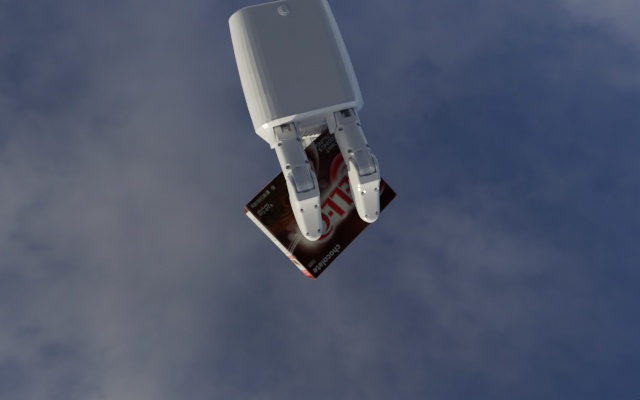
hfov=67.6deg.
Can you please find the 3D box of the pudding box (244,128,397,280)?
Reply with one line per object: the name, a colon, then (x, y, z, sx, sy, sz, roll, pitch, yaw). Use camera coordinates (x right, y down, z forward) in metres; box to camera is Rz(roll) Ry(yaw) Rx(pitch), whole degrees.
pudding box: (0.000, 0.001, 0.439, 0.113, 0.090, 0.039, -45, 4, -12)
